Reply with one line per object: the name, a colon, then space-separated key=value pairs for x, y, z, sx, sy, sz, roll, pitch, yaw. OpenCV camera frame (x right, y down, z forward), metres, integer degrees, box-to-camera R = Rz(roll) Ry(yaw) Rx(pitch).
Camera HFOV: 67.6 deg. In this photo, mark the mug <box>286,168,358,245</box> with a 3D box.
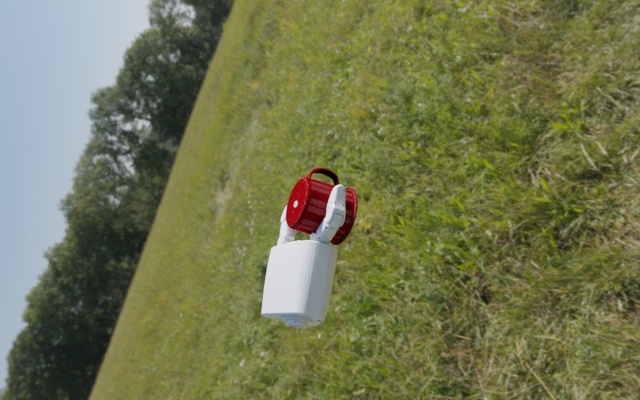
mug: x=0.000 y=0.001 z=0.731 sx=0.081 sy=0.117 sz=0.093 roll=17 pitch=-25 yaw=-22
